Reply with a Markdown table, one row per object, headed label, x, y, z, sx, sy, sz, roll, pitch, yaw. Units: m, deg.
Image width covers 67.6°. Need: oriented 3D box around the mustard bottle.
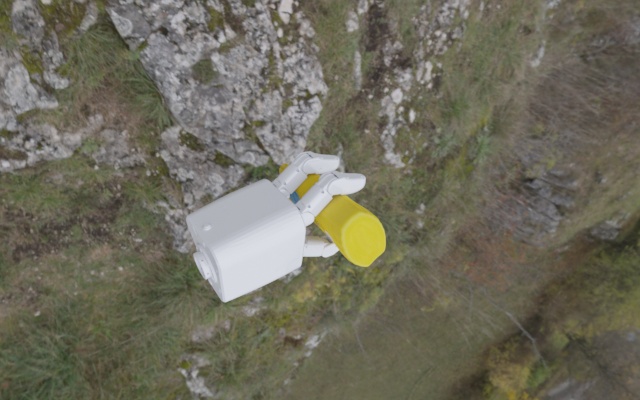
| label | x | y | z | sx | sy | sz | roll | pitch | yaw |
| --- | --- | --- | --- | --- | --- | --- | --- | --- | --- |
| mustard bottle | 0.001 | 0.002 | 0.618 | 0.191 | 0.058 | 0.096 | 41 | -7 | 42 |
